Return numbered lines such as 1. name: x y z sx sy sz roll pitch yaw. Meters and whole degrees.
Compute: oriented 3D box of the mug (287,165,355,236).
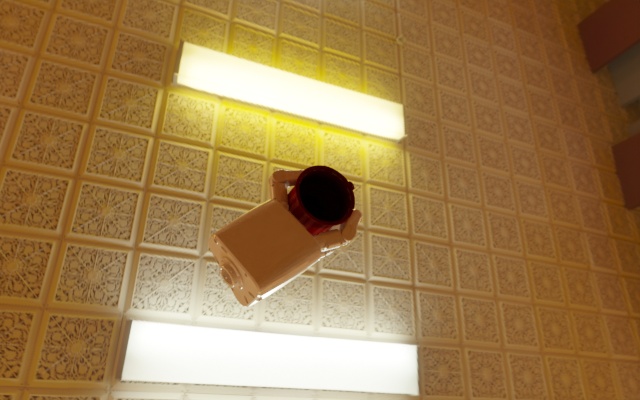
1. mug: 0.001 0.002 0.711 0.117 0.093 0.081 -29 -8 -34
